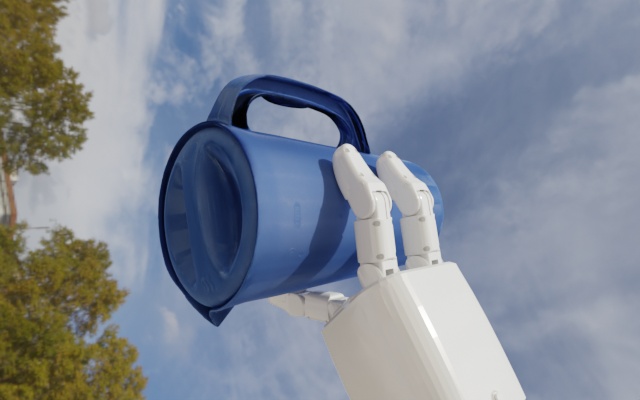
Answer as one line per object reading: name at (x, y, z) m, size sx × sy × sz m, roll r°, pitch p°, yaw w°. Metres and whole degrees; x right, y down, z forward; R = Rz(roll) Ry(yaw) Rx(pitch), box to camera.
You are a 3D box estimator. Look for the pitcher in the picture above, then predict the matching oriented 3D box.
pitcher at (0.000, 0.002, 0.411) m, size 0.243 × 0.145 × 0.149 m, roll 0°, pitch -35°, yaw -44°
